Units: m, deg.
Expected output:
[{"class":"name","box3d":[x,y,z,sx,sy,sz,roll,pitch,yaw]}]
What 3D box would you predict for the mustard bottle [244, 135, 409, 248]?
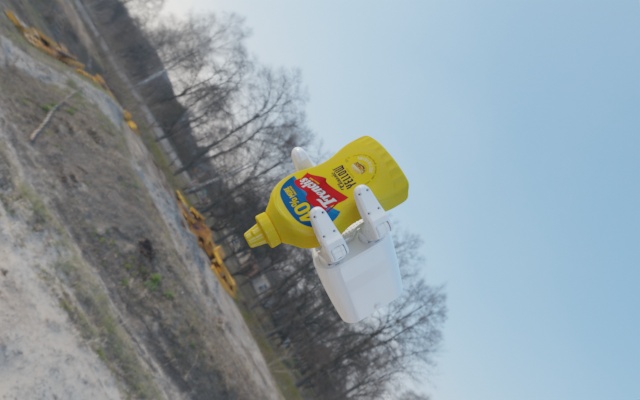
[{"class":"mustard bottle","box3d":[0.000,0.001,0.557,0.191,0.096,0.058,-28,-30,-10]}]
